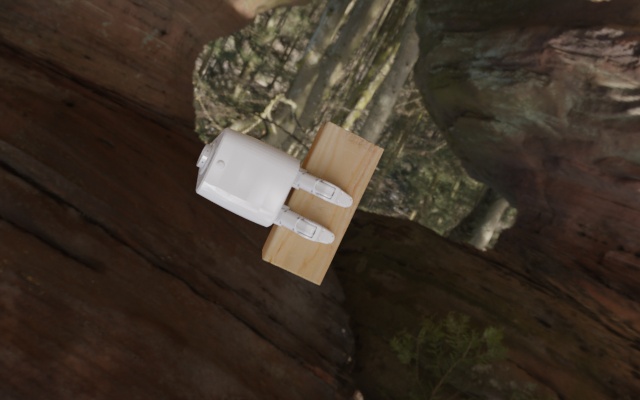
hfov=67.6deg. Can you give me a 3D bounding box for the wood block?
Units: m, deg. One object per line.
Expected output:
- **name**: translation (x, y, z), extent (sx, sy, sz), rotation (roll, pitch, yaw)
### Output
- **wood block**: translation (0.000, 0.002, 0.688), extent (0.090, 0.206, 0.091), rotation (26, 0, -8)
